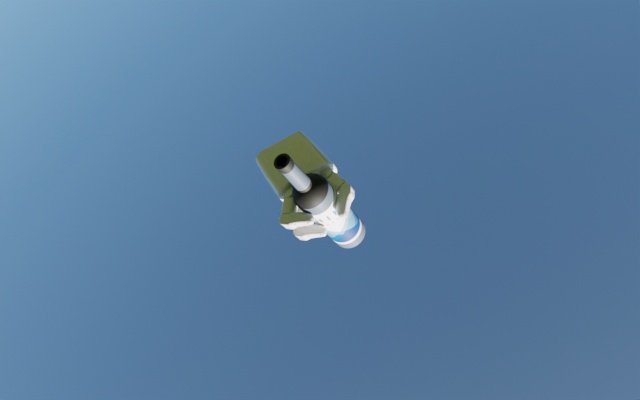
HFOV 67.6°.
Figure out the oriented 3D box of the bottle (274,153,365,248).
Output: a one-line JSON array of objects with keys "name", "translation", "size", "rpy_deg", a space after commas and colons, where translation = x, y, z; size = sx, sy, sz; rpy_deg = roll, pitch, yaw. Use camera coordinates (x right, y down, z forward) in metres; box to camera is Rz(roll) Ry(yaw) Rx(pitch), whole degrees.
[{"name": "bottle", "translation": [0.000, 0.003, 0.827], "size": [0.069, 0.069, 0.296], "rpy_deg": [0, -25, 25]}]
